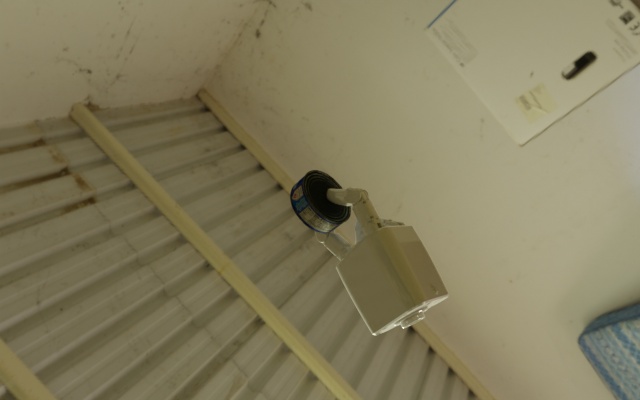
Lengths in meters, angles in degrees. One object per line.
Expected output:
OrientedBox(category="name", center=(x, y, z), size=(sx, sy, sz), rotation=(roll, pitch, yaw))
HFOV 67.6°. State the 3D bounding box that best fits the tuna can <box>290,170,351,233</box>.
OrientedBox(category="tuna can", center=(0.000, 0.002, 0.664), size=(0.086, 0.086, 0.034), rotation=(0, -32, -49))
